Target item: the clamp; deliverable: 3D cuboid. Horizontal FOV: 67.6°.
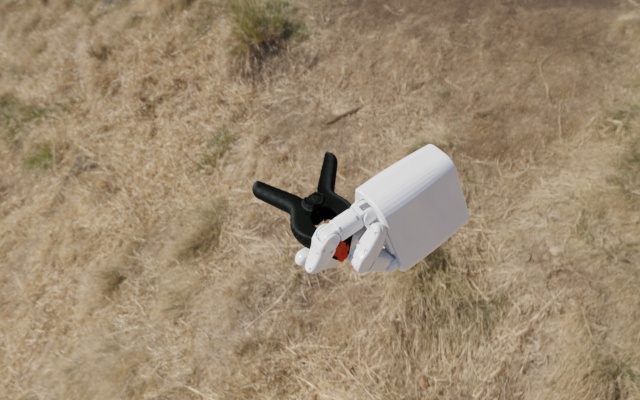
[{"bbox_3d":[0.000,0.002,0.595,0.120,0.039,0.171,-34,51,-11],"label":"clamp"}]
